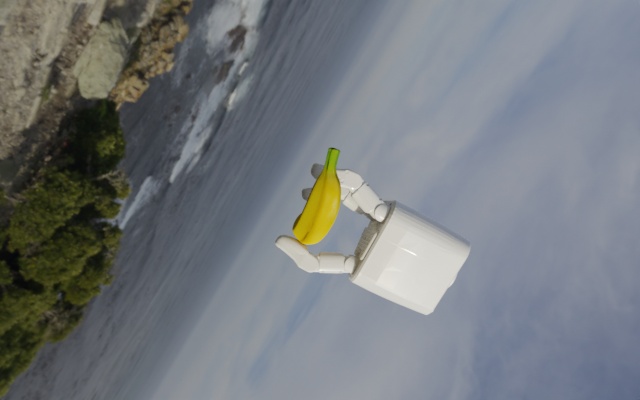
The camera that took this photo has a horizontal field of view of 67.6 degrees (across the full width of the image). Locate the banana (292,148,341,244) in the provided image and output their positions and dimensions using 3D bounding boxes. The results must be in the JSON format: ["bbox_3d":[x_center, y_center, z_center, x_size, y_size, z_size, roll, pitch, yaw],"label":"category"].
[{"bbox_3d":[-0.005,0.016,0.548,0.037,0.069,0.198,22,-26,-4],"label":"banana"}]
